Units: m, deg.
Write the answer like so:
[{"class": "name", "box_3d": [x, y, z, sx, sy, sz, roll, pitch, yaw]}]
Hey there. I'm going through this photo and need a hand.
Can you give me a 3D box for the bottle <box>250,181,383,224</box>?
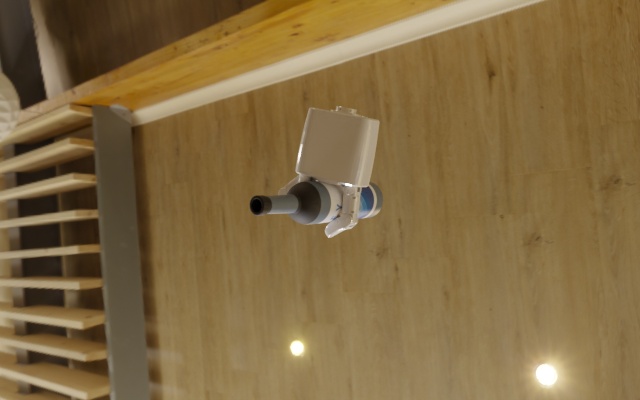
[{"class": "bottle", "box_3d": [0.000, 0.003, 0.760, 0.069, 0.069, 0.296, 0, 2, 36]}]
